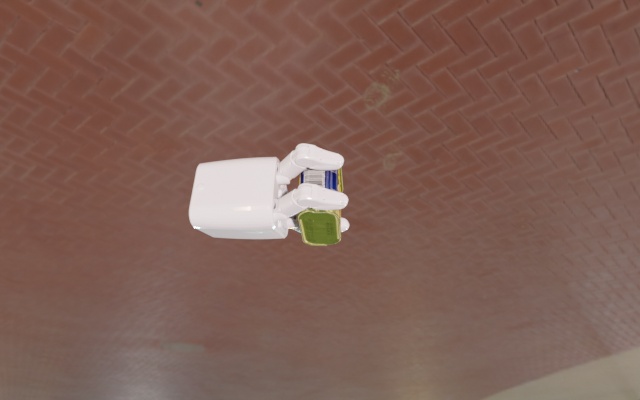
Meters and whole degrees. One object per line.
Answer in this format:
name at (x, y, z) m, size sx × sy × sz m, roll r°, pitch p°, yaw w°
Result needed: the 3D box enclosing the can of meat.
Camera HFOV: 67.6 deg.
can of meat at (0.000, 0.002, 0.627) m, size 0.057 × 0.084 × 0.102 m, roll -1°, pitch -30°, yaw 4°
